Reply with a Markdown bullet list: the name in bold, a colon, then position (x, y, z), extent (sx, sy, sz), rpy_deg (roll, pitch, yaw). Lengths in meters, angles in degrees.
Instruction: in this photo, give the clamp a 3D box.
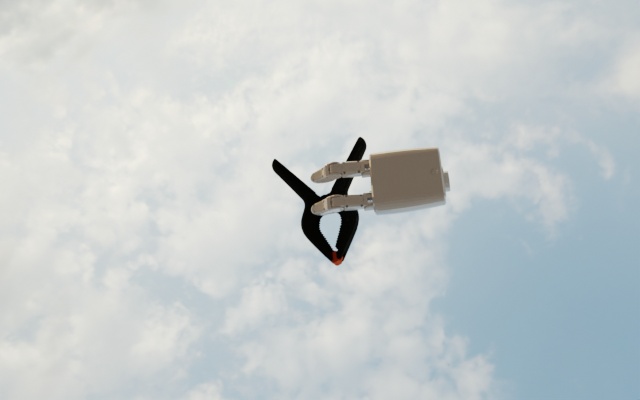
- **clamp**: position (0.001, 0.003, 0.779), extent (0.164, 0.210, 0.036), rpy_deg (-7, -20, 13)
